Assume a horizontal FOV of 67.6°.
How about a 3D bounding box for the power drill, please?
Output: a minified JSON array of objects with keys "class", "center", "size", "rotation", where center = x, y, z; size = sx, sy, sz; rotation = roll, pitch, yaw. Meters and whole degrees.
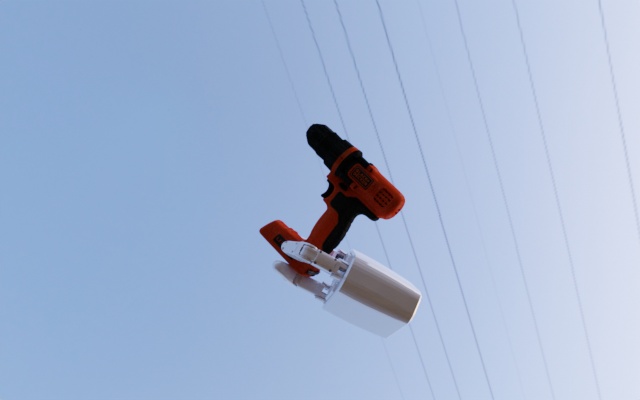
[{"class":"power drill","center":[0.000,0.003,0.696],"size":[0.184,0.187,0.057],"rotation":[45,7,19]}]
